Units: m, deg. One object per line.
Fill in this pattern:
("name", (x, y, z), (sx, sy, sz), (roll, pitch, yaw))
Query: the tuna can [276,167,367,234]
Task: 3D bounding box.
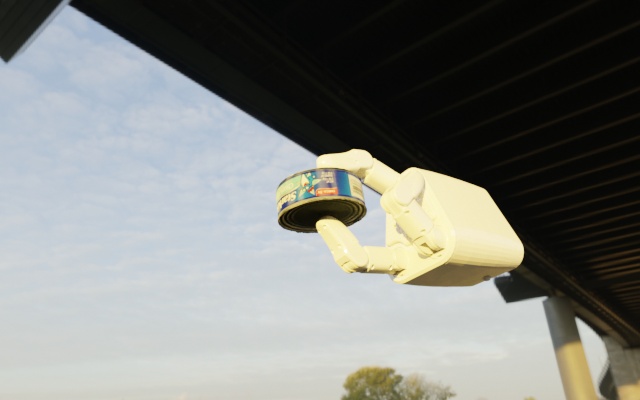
("tuna can", (0.000, 0.001, 0.461), (0.086, 0.033, 0.086), (-6, -23, -3))
